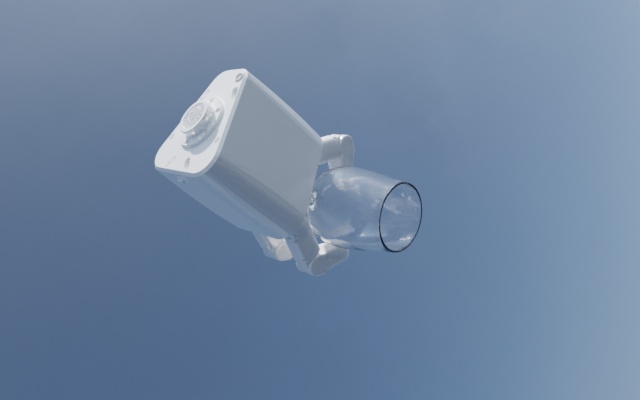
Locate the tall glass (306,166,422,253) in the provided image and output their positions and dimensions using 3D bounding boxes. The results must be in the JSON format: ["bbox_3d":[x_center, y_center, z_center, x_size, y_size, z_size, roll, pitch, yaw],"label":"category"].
[{"bbox_3d":[0.000,0.001,0.478,0.079,0.079,0.201,0,8,-45],"label":"tall glass"}]
